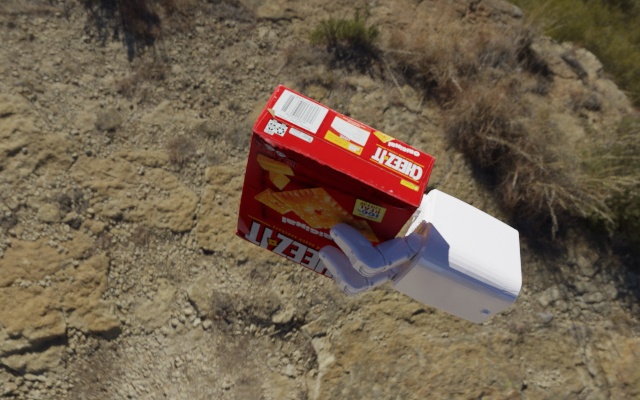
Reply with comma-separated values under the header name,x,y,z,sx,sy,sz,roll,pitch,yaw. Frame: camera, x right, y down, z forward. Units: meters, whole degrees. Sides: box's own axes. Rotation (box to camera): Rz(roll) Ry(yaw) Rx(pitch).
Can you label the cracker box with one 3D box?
name,x,y,z,sx,sy,sz,roll,pitch,yaw
cracker box,0.000,0.001,0.513,0.164,0.072,0.214,25,-33,1
